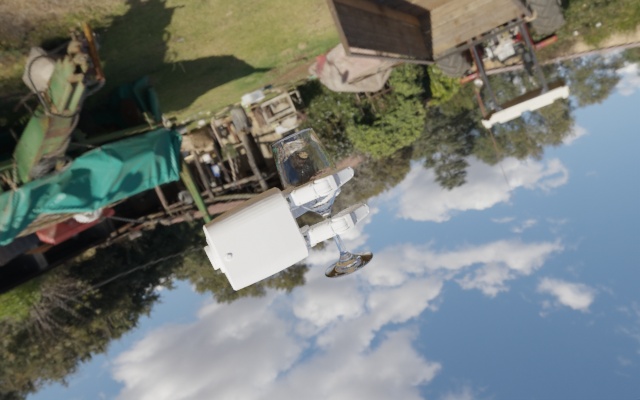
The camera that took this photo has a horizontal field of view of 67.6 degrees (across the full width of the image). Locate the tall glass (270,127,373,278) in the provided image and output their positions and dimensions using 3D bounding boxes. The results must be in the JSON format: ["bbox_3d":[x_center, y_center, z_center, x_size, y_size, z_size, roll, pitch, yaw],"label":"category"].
[{"bbox_3d":[0.000,0.003,0.661,0.079,0.201,0.079,-23,10,4],"label":"tall glass"}]
